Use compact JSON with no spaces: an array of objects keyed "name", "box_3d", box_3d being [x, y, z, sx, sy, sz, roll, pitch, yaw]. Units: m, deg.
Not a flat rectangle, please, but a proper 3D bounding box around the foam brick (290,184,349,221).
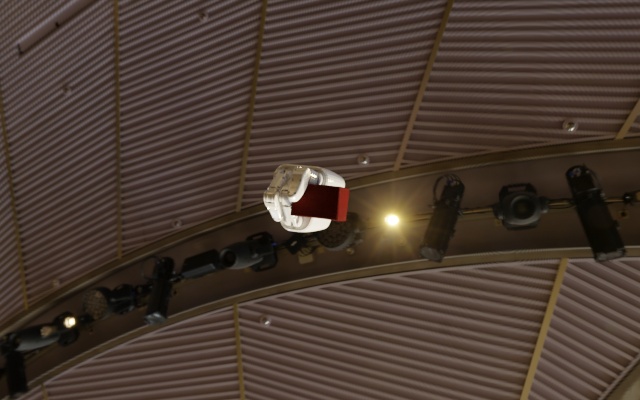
[{"name":"foam brick","box_3d":[0.000,0.003,0.741,0.078,0.053,0.051,6,-1,21]}]
